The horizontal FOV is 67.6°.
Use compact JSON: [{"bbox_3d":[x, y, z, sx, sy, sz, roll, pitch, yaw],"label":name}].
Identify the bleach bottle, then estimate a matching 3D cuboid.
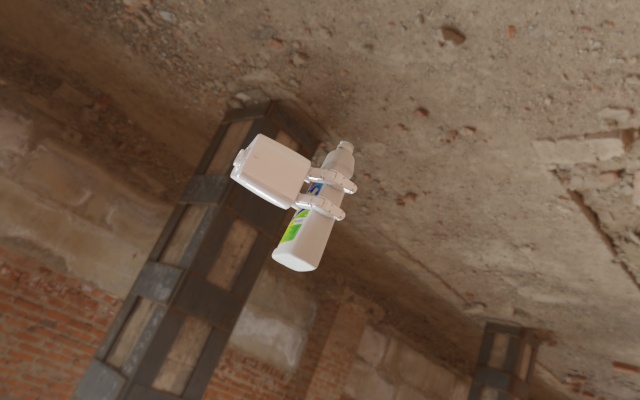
[{"bbox_3d":[0.000,0.003,0.877,0.068,0.250,0.102,31,-22,-19],"label":"bleach bottle"}]
